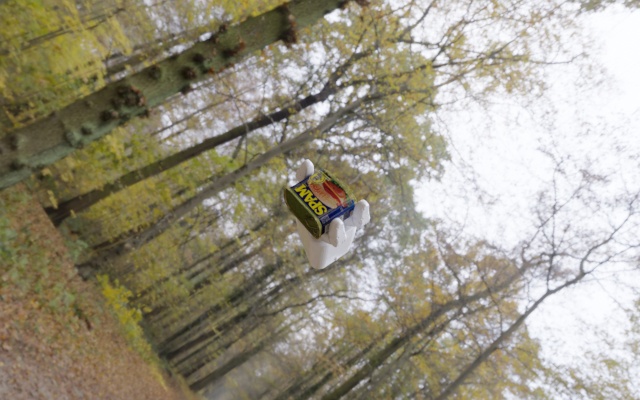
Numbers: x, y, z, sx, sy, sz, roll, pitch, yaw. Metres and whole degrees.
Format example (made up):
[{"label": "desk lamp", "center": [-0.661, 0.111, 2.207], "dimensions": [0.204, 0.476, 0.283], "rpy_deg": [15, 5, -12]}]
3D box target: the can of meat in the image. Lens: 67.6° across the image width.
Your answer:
[{"label": "can of meat", "center": [0.000, 0.002, 0.816], "dimensions": [0.084, 0.102, 0.057], "rpy_deg": [-31, -29, -23]}]
